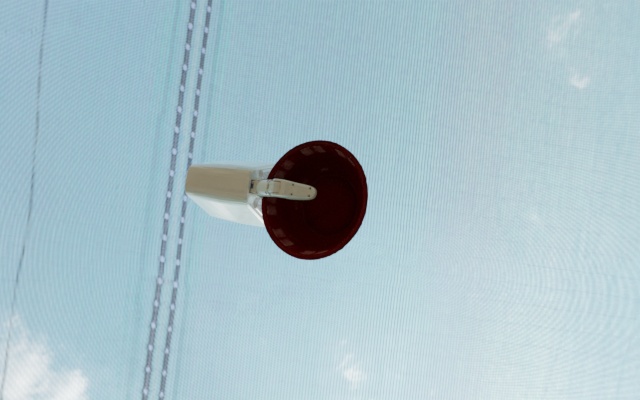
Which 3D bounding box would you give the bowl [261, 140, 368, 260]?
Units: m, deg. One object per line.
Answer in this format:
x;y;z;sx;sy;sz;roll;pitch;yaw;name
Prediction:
0.001;0.003;0.653;0.162;0.162;0.055;0;-10;29;bowl
